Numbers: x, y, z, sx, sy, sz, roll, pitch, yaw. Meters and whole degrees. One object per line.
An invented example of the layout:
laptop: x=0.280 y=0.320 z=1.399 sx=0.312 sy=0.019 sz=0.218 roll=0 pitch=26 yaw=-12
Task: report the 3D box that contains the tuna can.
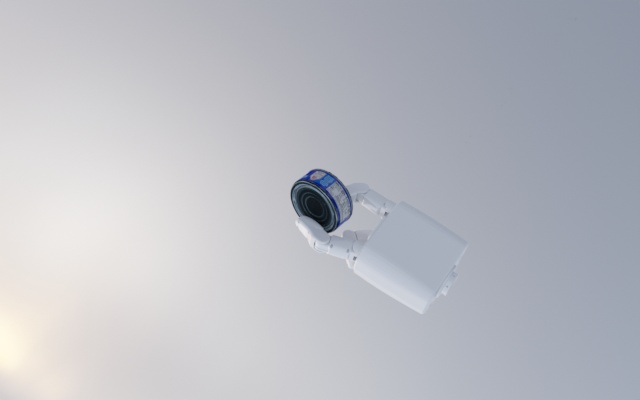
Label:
tuna can: x=0.000 y=0.002 z=0.646 sx=0.086 sy=0.086 sz=0.033 roll=0 pitch=30 yaw=47
